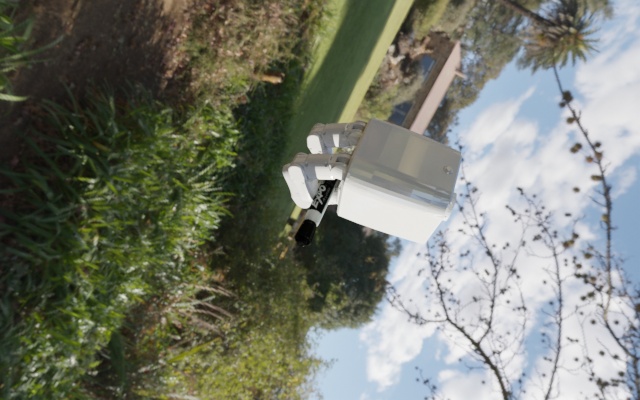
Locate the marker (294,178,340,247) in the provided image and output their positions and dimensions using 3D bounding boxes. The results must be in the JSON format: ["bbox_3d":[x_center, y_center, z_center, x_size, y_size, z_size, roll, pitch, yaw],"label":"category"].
[{"bbox_3d":[0.000,0.002,0.527,0.020,0.121,0.020,16,-38,13],"label":"marker"}]
